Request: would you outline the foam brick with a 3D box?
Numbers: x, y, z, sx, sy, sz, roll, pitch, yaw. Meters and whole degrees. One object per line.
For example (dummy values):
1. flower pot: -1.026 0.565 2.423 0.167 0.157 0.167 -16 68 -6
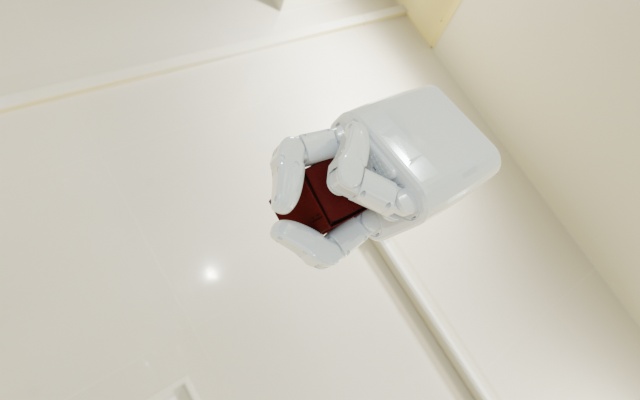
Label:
1. foam brick: 0.000 0.001 0.413 0.051 0.053 0.078 -26 -5 -31
